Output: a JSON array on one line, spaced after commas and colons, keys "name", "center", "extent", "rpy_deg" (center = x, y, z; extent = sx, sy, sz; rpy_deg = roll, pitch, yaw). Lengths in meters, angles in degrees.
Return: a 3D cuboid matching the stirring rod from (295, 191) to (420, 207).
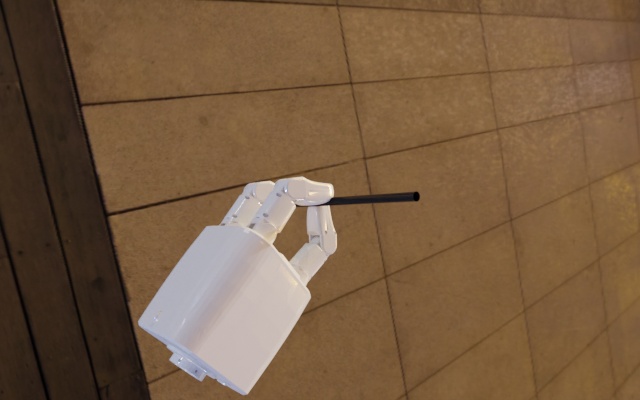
[{"name": "stirring rod", "center": [0.000, 0.002, 0.466], "extent": [0.011, 0.011, 0.239], "rpy_deg": [0, -2, -39]}]
